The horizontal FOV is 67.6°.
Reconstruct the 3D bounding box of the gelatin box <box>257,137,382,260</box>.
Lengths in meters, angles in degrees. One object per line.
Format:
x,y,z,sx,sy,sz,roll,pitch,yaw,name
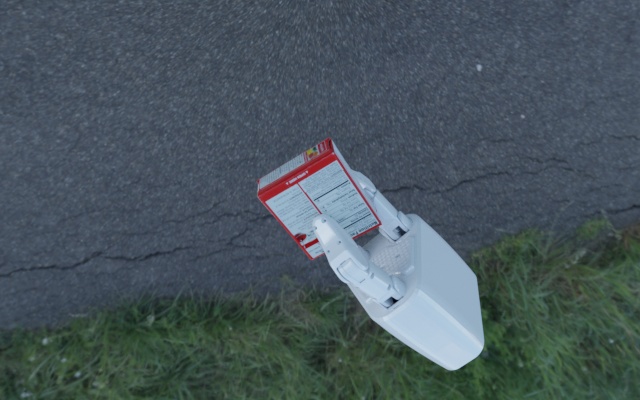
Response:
0.000,0.001,0.410,0.073,0.089,0.030,-29,33,12,gelatin box
